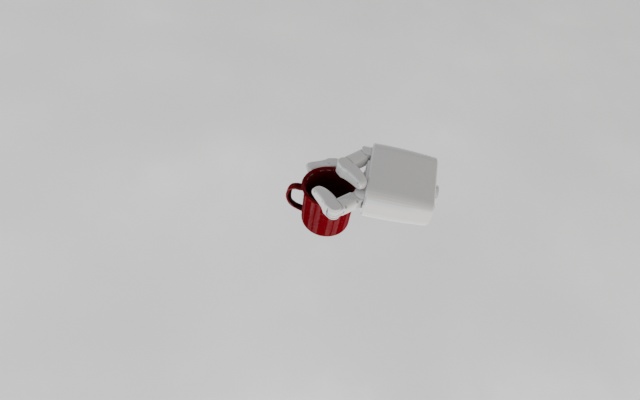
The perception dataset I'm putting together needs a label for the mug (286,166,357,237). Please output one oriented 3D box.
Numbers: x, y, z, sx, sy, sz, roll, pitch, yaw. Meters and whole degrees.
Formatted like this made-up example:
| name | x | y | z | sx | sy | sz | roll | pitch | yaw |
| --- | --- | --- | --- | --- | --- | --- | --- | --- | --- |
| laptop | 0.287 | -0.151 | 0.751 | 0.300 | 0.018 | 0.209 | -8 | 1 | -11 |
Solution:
| name | x | y | z | sx | sy | sz | roll | pitch | yaw |
| --- | --- | --- | --- | --- | --- | --- | --- | --- | --- |
| mug | -0.001 | 0.002 | 0.784 | 0.117 | 0.093 | 0.082 | 11 | -43 | 1 |
